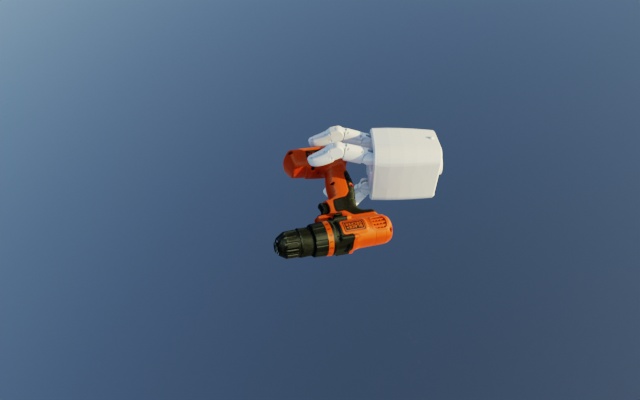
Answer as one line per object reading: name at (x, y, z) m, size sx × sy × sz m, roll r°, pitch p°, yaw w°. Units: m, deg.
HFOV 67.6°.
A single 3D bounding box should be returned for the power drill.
power drill at (0.000, 0.002, 0.747) m, size 0.184 × 0.187 × 0.057 m, roll -7°, pitch -34°, yaw -20°
